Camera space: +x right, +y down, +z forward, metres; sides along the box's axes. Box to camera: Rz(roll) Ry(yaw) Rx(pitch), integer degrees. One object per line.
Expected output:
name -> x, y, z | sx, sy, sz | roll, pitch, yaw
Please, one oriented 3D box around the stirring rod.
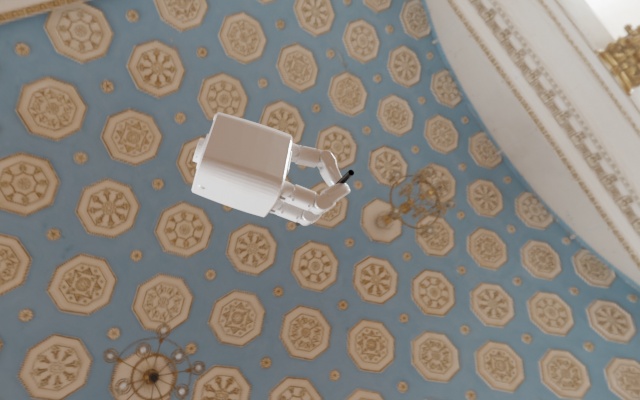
stirring rod -> 0.000, 0.002, 0.715 | 0.011, 0.011, 0.240 | 0, -18, -20
